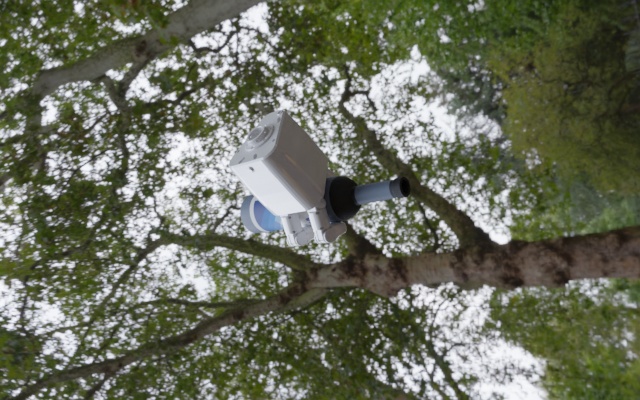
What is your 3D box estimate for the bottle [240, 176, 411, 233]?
[{"bbox_3d":[0.000,0.002,0.721,0.296,0.069,0.069,-10,-7,39],"label":"bottle"}]
